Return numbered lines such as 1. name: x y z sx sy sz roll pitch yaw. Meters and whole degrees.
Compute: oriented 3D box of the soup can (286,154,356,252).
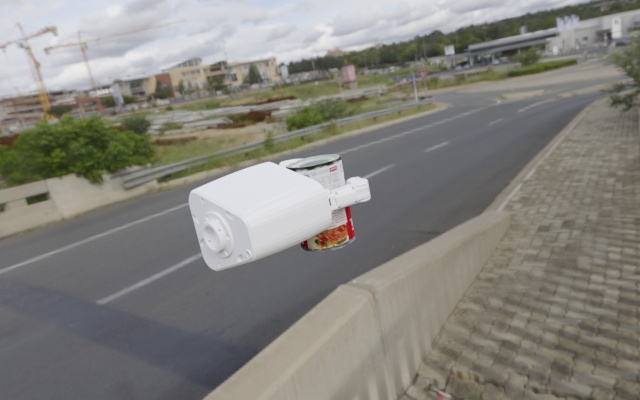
1. soup can: 0.000 0.001 0.572 0.068 0.102 0.068 -10 14 3
